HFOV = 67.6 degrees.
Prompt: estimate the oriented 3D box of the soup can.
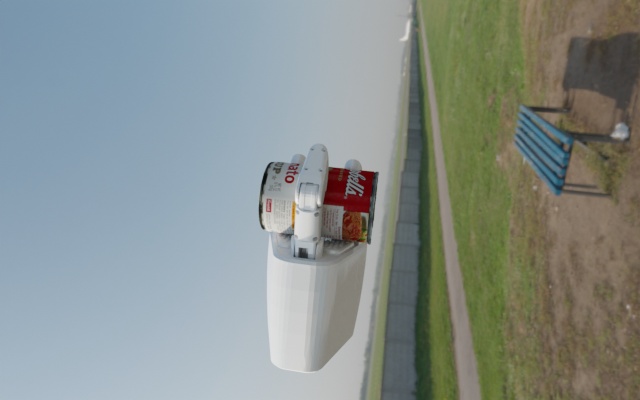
[{"bbox_3d":[0.000,0.001,0.446,0.102,0.068,0.068,7,1,8],"label":"soup can"}]
